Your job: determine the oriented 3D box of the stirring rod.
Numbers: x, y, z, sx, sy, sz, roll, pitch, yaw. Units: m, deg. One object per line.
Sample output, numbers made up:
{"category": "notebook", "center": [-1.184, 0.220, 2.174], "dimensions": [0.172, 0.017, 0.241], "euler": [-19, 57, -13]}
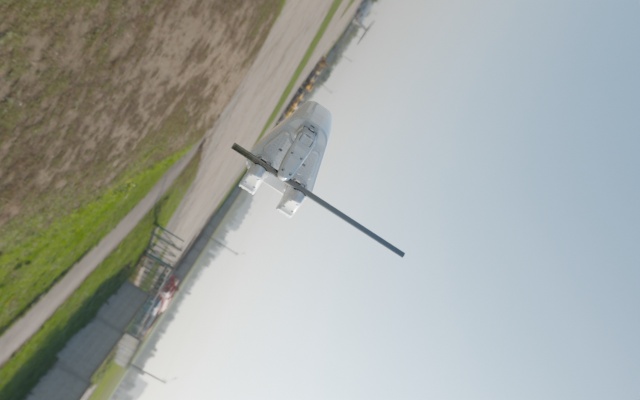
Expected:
{"category": "stirring rod", "center": [0.000, 0.002, 0.561], "dimensions": [0.239, 0.011, 0.011], "euler": [33, -5, -8]}
